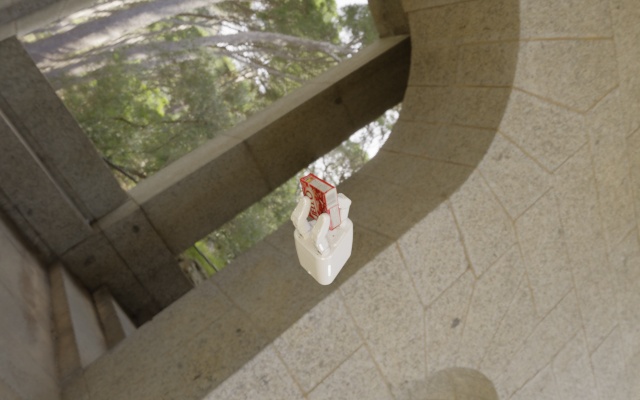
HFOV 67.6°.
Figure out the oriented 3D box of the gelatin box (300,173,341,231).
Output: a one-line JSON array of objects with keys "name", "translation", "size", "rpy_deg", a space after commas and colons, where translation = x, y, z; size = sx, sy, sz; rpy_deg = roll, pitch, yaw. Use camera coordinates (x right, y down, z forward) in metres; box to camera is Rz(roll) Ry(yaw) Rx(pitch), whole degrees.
[{"name": "gelatin box", "translation": [0.000, 0.002, 0.878], "size": [0.030, 0.089, 0.073], "rpy_deg": [-32, 42, -26]}]
